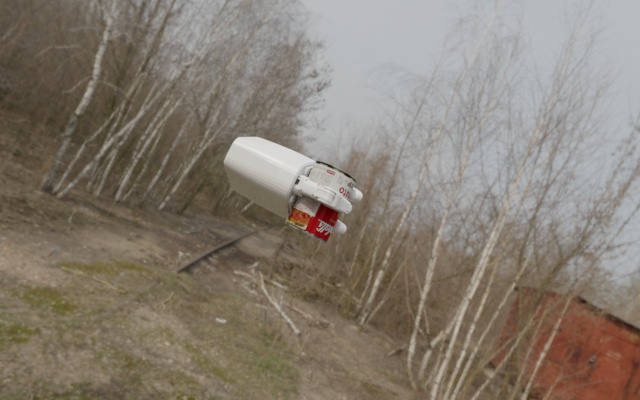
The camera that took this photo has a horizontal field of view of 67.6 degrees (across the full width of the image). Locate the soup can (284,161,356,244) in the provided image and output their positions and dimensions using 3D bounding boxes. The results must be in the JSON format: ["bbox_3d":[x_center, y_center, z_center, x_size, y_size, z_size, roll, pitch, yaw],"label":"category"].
[{"bbox_3d":[0.001,0.002,0.693,0.068,0.102,0.068,26,-4,2],"label":"soup can"}]
